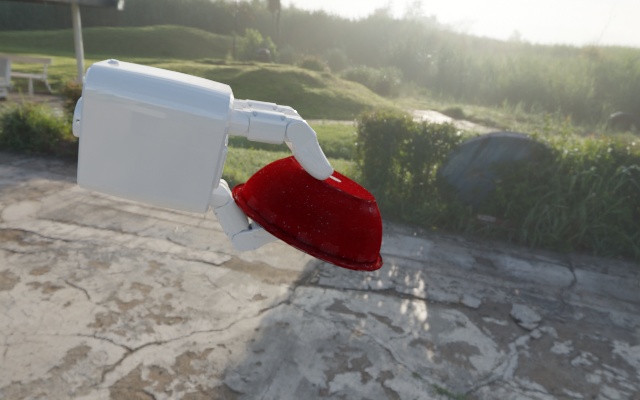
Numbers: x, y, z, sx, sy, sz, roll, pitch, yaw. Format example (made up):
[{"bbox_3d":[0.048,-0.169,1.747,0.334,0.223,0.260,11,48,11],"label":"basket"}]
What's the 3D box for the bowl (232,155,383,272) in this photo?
[{"bbox_3d":[0.001,0.001,0.459,0.162,0.055,0.162,26,12,-6],"label":"bowl"}]
